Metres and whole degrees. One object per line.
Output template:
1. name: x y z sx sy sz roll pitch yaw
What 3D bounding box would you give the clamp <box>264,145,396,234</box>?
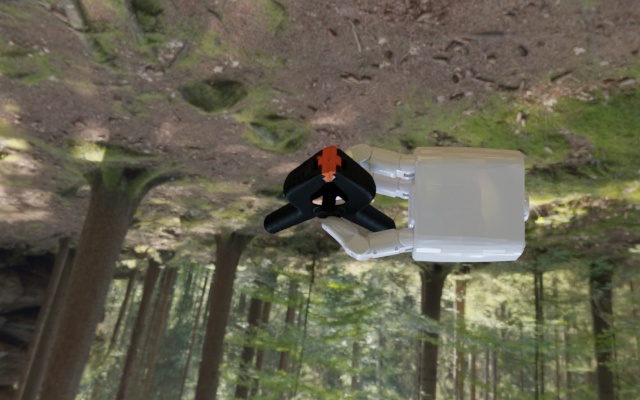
1. clamp: 0.000 0.002 0.521 0.164 0.036 0.210 -2 -21 8
